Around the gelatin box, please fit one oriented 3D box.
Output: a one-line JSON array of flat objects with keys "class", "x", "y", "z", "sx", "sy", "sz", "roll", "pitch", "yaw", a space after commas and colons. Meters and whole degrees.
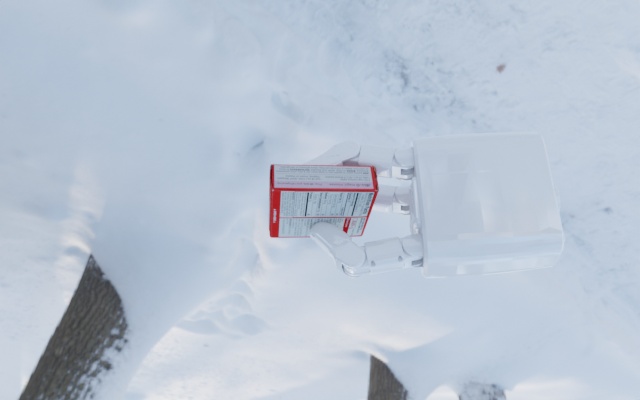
[{"class": "gelatin box", "x": 0.000, "y": 0.002, "z": 0.414, "sx": 0.089, "sy": 0.030, "sz": 0.073, "roll": -1, "pitch": -35, "yaw": -7}]
